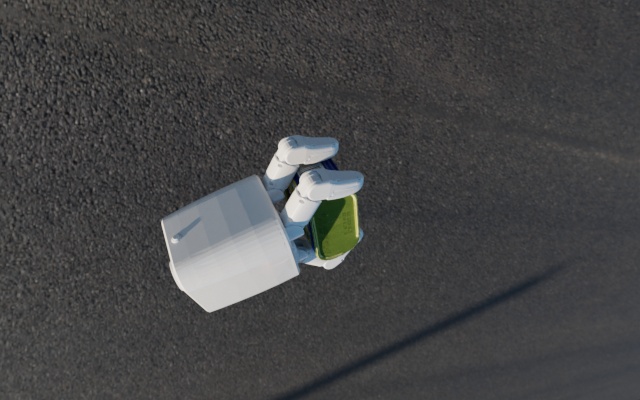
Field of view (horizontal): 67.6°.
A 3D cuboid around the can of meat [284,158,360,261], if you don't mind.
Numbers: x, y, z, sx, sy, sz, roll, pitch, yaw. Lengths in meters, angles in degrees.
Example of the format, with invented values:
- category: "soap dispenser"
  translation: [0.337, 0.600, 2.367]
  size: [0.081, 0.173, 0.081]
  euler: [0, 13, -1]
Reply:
- category: "can of meat"
  translation: [0.000, 0.002, 0.509]
  size: [0.057, 0.102, 0.084]
  euler: [-21, 47, -11]
